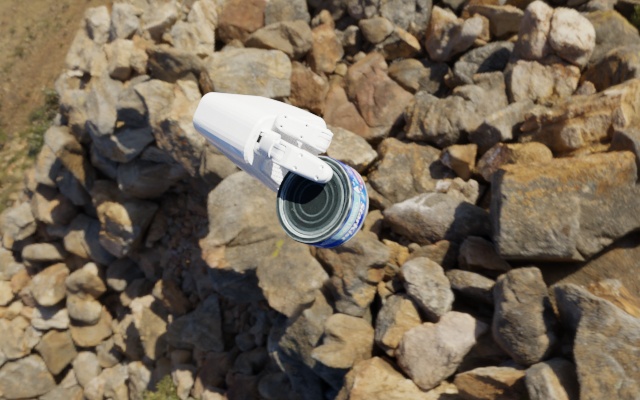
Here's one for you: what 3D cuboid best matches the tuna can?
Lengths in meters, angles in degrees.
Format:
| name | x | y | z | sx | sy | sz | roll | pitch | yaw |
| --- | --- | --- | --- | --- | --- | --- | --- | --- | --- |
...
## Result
| name | x | y | z | sx | sy | sz | roll | pitch | yaw |
| --- | --- | --- | --- | --- | --- | --- | --- | --- | --- |
| tuna can | 0.000 | 0.001 | 0.454 | 0.086 | 0.086 | 0.034 | 0 | -12 | 32 |
